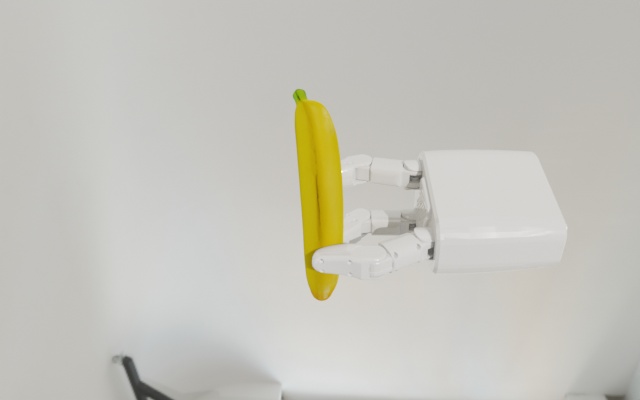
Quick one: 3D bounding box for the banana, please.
[{"bbox_3d":[0.001,0.000,0.415,0.037,0.198,0.069,-4,7,-2],"label":"banana"}]
